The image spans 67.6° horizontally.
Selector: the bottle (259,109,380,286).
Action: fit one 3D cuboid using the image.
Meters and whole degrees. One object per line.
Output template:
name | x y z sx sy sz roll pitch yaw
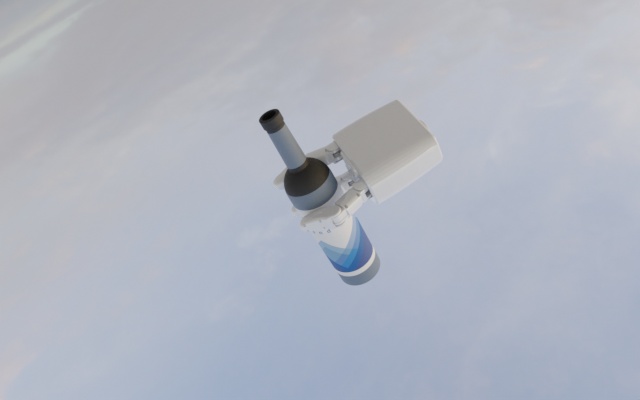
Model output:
bottle | 0.000 0.002 0.648 0.069 0.069 0.296 0 -44 35
